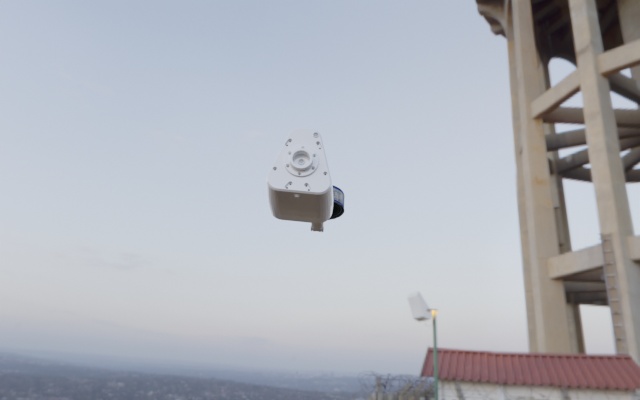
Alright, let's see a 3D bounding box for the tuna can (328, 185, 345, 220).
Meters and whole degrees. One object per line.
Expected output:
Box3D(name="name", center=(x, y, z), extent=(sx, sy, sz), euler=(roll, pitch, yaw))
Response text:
Box3D(name="tuna can", center=(0.000, 0.002, 0.848), extent=(0.086, 0.033, 0.086), euler=(3, -26, 1))
